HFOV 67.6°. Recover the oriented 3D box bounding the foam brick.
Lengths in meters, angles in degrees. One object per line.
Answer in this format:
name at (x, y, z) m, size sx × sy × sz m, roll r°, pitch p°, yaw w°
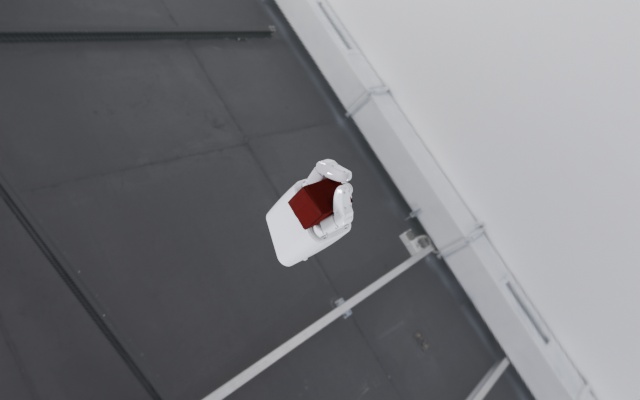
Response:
foam brick at (0.000, 0.002, 0.731) m, size 0.078 × 0.053 × 0.051 m, roll -21°, pitch -15°, yaw -46°
